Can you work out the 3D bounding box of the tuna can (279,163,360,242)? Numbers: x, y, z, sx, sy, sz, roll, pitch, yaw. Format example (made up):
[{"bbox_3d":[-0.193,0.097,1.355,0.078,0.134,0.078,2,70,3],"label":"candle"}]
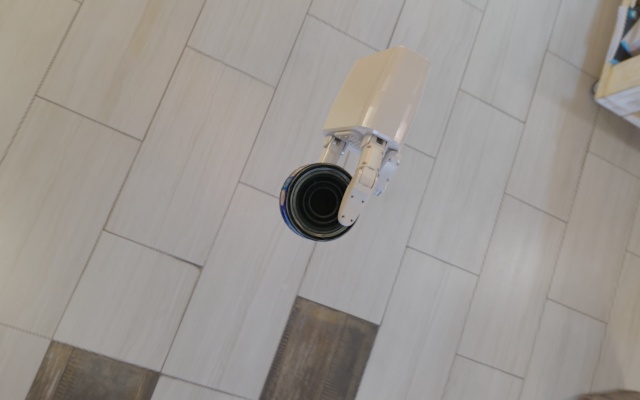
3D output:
[{"bbox_3d":[0.000,0.002,0.517,0.086,0.086,0.034,0,1,-15],"label":"tuna can"}]
